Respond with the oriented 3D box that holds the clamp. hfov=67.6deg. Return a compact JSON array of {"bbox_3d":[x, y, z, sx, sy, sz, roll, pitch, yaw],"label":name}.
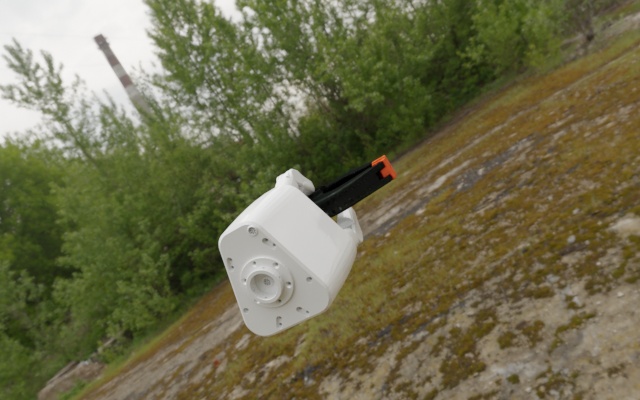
[{"bbox_3d":[0.000,0.001,0.599,0.210,0.036,0.164,-30,11,21],"label":"clamp"}]
